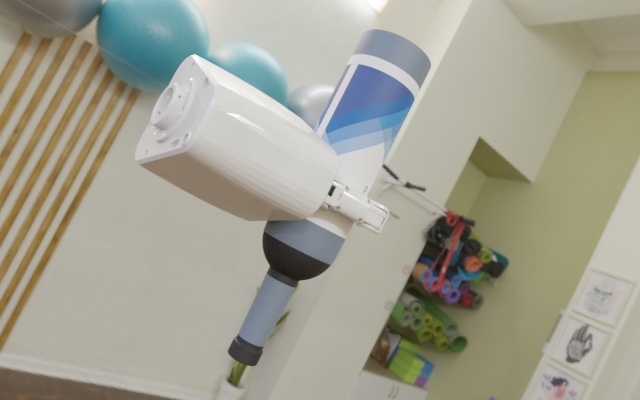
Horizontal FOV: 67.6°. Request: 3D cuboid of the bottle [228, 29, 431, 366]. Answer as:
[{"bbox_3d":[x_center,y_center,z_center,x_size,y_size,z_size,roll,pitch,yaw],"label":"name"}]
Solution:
[{"bbox_3d":[0.000,0.001,0.409,0.069,0.295,0.069,27,-3,2],"label":"bottle"}]
